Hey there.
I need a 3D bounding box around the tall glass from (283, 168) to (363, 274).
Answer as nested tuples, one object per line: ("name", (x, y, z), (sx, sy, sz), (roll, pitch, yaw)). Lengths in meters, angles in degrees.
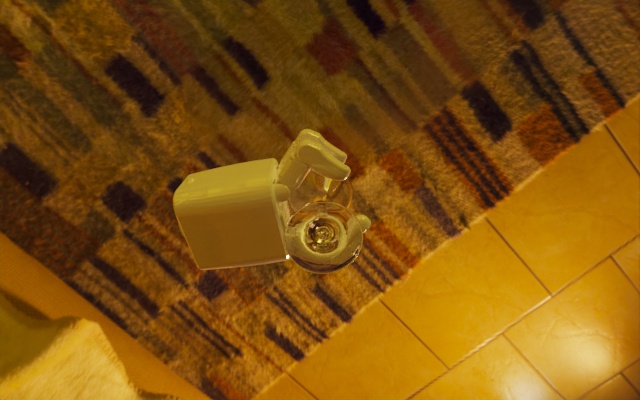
("tall glass", (0.000, 0.002, 0.535), (0.079, 0.079, 0.201), (0, 20, -1))
